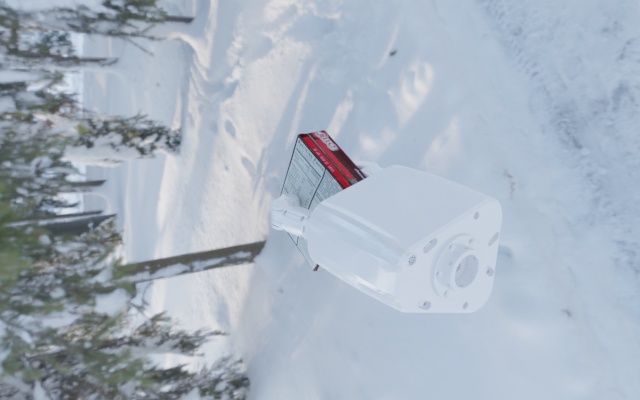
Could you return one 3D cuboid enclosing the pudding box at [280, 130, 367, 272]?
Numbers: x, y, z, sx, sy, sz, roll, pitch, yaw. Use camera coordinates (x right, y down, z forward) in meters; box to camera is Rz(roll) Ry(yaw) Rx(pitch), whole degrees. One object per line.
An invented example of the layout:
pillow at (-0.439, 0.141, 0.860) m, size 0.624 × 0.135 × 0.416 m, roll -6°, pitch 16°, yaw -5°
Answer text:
pudding box at (0.000, 0.002, 0.474) m, size 0.039 × 0.114 × 0.090 m, roll -11°, pitch 49°, yaw -34°
